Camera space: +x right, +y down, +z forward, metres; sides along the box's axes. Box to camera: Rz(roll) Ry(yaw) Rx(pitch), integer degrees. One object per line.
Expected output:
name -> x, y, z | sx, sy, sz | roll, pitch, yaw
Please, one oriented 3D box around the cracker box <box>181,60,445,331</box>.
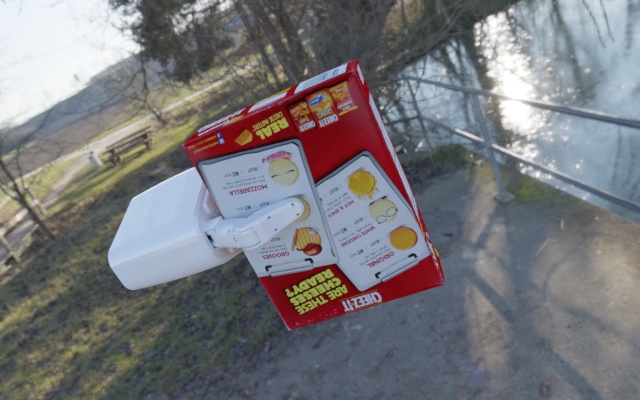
cracker box -> 0.000, 0.001, 0.449 | 0.164, 0.214, 0.072 | -20, 22, 16
